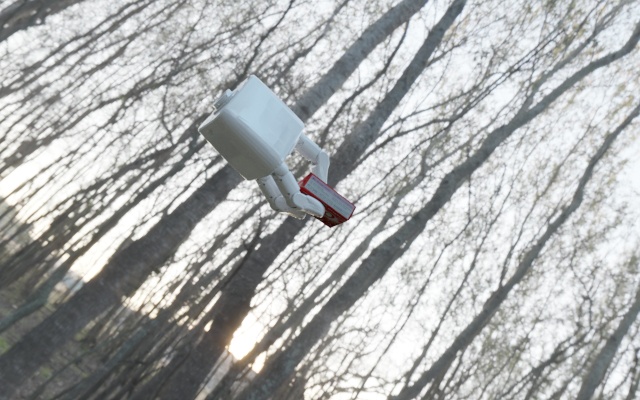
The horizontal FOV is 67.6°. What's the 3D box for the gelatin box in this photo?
[{"bbox_3d":[0.001,0.002,0.725,0.089,0.030,0.073,36,-23,-10],"label":"gelatin box"}]
